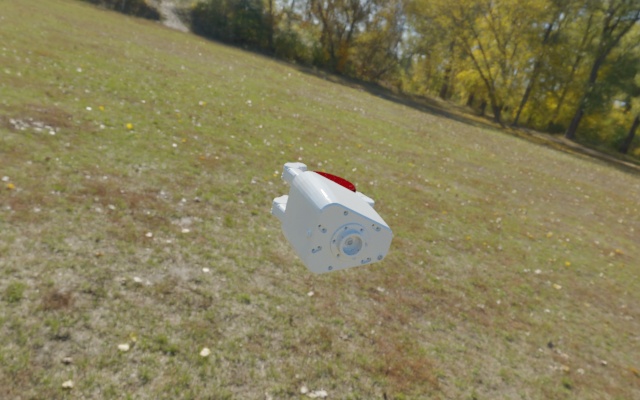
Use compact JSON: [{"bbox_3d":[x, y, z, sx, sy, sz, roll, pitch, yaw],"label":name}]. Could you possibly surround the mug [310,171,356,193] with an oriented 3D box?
[{"bbox_3d":[0.000,0.002,0.724,0.093,0.081,0.117,9,19,-25],"label":"mug"}]
